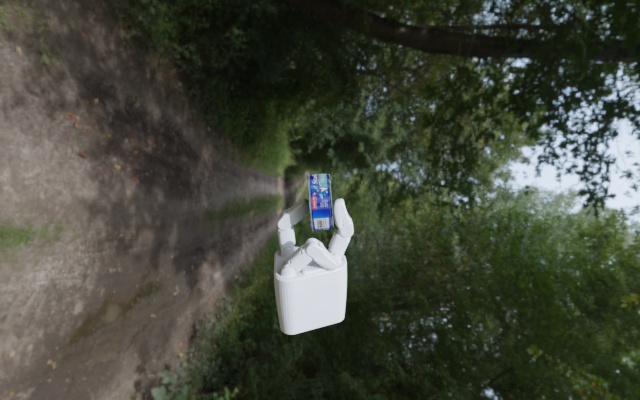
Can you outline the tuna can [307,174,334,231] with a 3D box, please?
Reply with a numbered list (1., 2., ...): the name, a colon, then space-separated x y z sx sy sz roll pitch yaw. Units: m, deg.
1. tuna can: 0.001 0.002 0.718 0.034 0.086 0.086 -4 0 1
